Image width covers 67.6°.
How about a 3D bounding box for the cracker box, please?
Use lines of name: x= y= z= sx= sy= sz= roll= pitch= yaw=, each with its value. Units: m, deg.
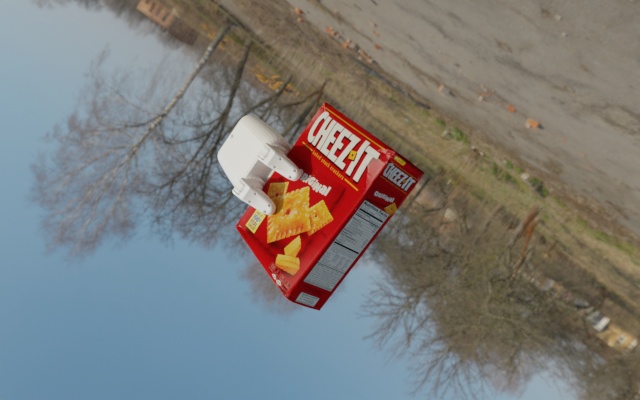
cracker box: x=0.000 y=0.002 z=0.607 sx=0.072 sy=0.214 sz=0.164 roll=28 pitch=12 yaw=-42
